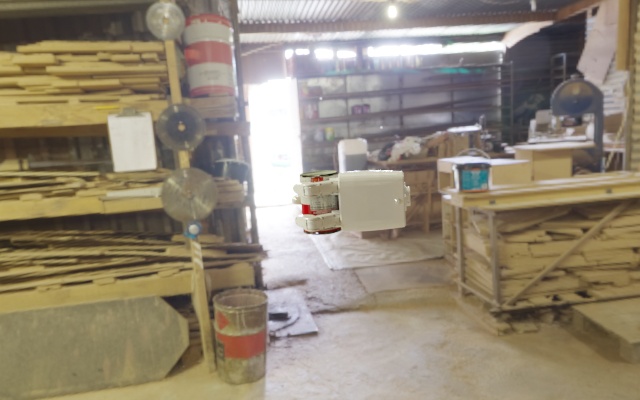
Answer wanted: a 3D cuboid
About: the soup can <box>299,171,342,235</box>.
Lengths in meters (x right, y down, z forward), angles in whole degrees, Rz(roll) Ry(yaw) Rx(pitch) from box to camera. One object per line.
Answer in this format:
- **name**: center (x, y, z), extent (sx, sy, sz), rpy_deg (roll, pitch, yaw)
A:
- **soup can**: center (0.000, 0.002, 0.822), extent (0.068, 0.102, 0.068), rpy_deg (-4, 9, 1)
